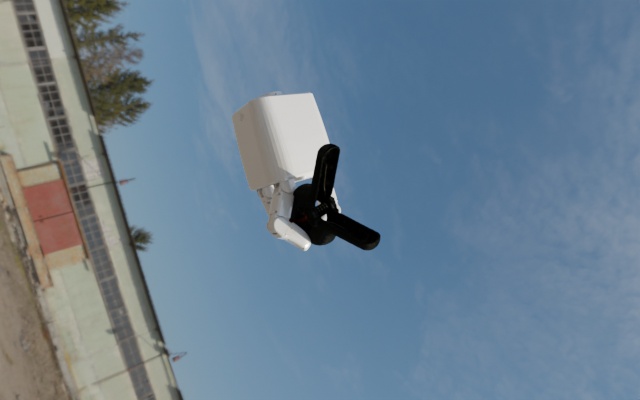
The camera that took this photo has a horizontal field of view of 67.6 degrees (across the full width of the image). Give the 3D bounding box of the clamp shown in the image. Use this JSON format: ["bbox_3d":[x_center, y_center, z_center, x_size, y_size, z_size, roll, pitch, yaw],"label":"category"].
[{"bbox_3d":[0.001,0.002,0.562,0.039,0.120,0.171,-17,3,-30],"label":"clamp"}]
